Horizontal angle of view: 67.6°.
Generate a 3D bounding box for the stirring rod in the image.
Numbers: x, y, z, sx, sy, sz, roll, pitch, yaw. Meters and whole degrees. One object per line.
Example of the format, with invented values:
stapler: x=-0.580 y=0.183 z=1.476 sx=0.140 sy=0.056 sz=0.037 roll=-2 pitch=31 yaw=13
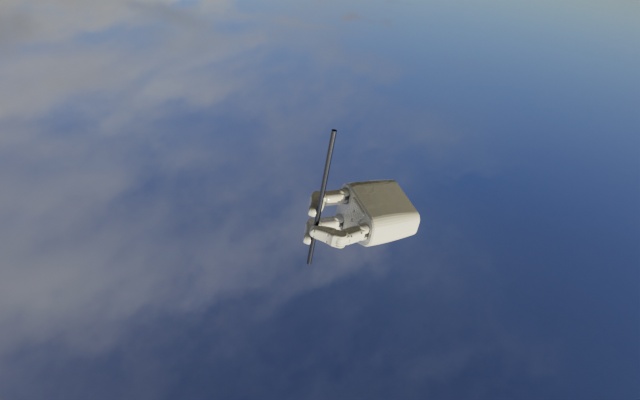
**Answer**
stirring rod: x=0.000 y=0.002 z=0.743 sx=0.011 sy=0.240 sz=0.011 roll=8 pitch=30 yaw=-5
